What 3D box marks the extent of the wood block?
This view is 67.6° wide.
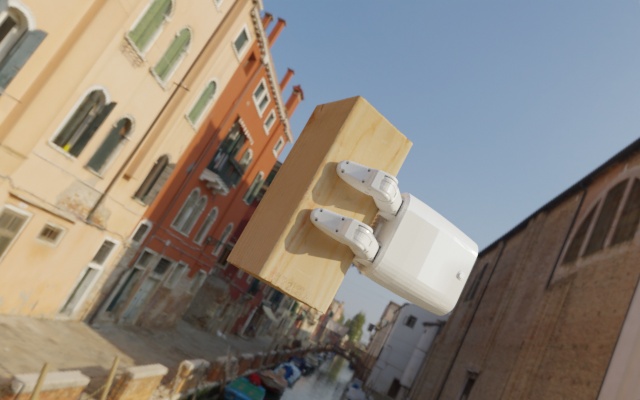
[{"bbox_3d":[0.000,0.002,0.516,0.090,0.206,0.091,36,-15,-27],"label":"wood block"}]
